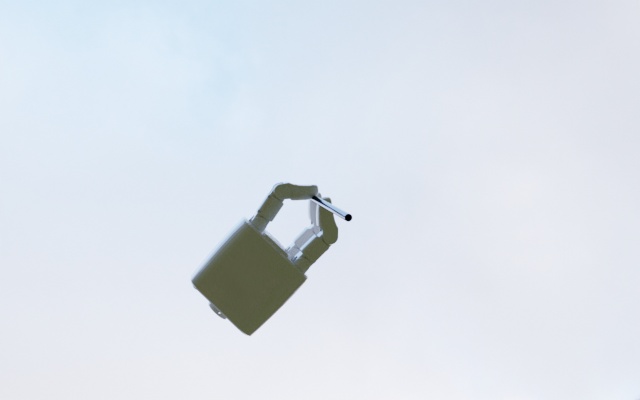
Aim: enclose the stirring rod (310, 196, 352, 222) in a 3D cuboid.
[{"bbox_3d":[0.000,0.002,0.587,0.011,0.011,0.239,0,7,-13],"label":"stirring rod"}]
